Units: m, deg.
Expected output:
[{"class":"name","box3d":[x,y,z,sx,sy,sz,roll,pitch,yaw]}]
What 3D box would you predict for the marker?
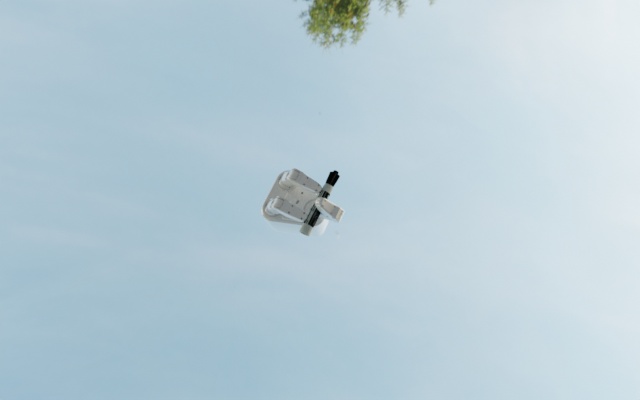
[{"class":"marker","box3d":[0.000,0.003,0.795,0.020,0.121,0.020,25,-14,7]}]
